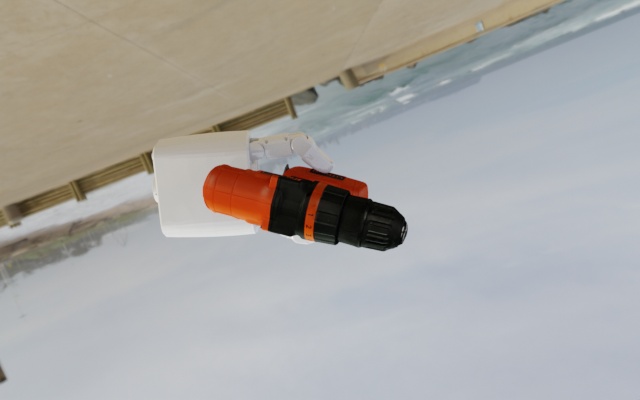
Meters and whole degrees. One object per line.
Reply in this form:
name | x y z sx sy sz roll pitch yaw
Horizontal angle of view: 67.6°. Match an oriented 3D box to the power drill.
power drill | 0.000 0.002 0.484 0.184 0.057 0.187 15 5 12
